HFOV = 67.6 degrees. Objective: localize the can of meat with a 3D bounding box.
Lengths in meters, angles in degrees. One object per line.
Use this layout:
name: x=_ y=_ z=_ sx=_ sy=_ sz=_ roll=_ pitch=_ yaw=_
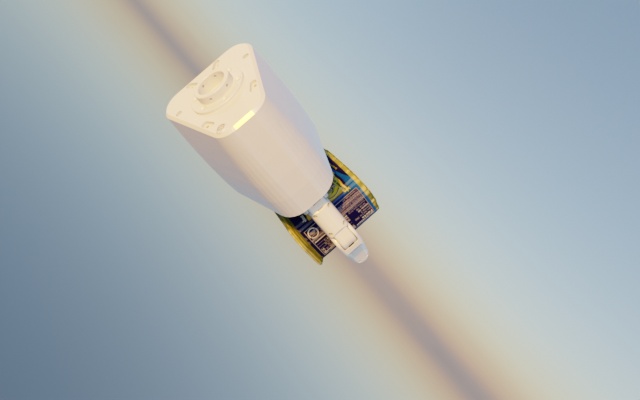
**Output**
can of meat: x=0.000 y=0.001 z=0.489 sx=0.057 sy=0.084 sz=0.102 roll=49 pitch=-1 yaw=-40
